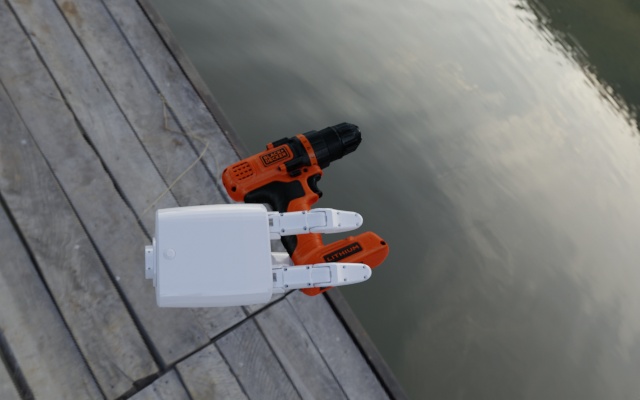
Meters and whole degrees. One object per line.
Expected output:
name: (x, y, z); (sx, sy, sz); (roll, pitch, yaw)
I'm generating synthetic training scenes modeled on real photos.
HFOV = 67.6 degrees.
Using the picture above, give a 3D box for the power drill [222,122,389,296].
power drill: (0.000, 0.002, 0.558); (0.184, 0.187, 0.057); (-25, -27, -13)
